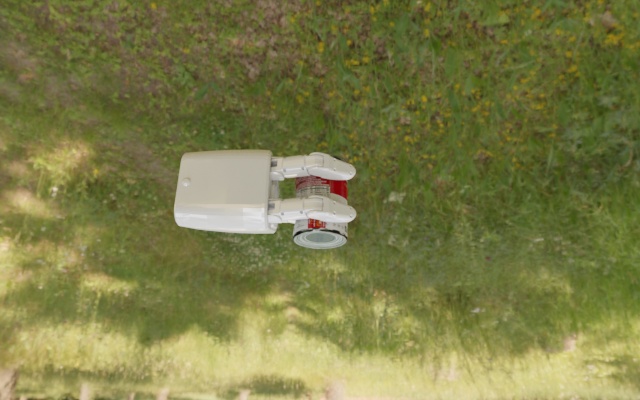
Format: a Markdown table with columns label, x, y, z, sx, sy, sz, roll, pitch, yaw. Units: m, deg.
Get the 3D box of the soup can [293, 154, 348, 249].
| label | x | y | z | sx | sy | sz | roll | pitch | yaw |
| --- | --- | --- | --- | --- | --- | --- | --- | --- | --- |
| soup can | 0.001 | 0.002 | 0.595 | 0.068 | 0.102 | 0.068 | 1 | -23 | 0 |
